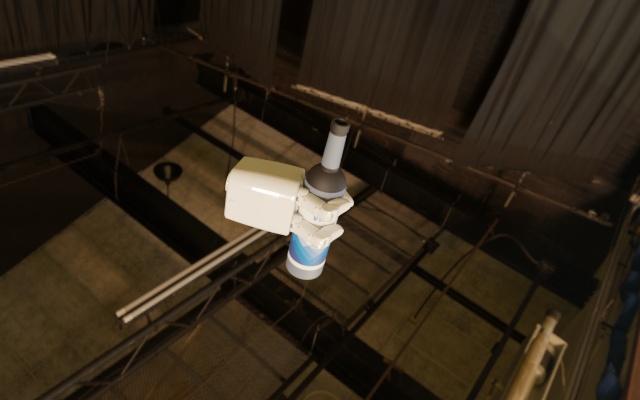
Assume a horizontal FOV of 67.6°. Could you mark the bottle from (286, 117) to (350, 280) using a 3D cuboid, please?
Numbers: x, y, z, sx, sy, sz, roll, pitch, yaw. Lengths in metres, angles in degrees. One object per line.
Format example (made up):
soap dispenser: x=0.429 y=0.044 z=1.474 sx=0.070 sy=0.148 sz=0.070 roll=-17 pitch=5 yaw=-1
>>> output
bottle: x=0.000 y=0.003 z=0.767 sx=0.069 sy=0.296 sz=0.069 roll=9 pitch=37 yaw=-7
